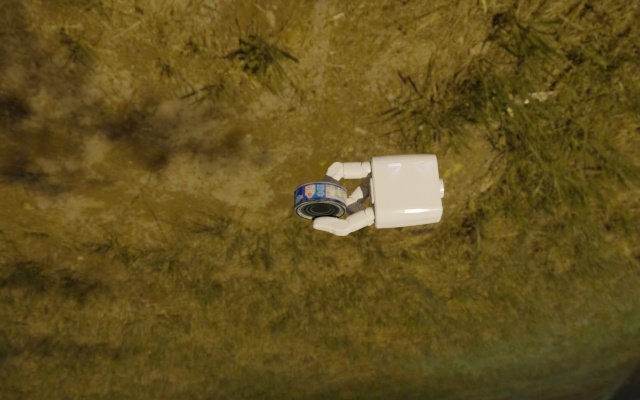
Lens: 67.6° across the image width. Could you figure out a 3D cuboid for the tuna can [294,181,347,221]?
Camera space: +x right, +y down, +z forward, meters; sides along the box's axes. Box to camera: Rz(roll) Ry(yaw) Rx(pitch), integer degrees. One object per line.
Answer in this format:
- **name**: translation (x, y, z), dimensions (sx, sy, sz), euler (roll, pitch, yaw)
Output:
- **tuna can**: translation (0.000, 0.003, 0.764), dimensions (0.086, 0.033, 0.086), euler (0, -24, 0)
